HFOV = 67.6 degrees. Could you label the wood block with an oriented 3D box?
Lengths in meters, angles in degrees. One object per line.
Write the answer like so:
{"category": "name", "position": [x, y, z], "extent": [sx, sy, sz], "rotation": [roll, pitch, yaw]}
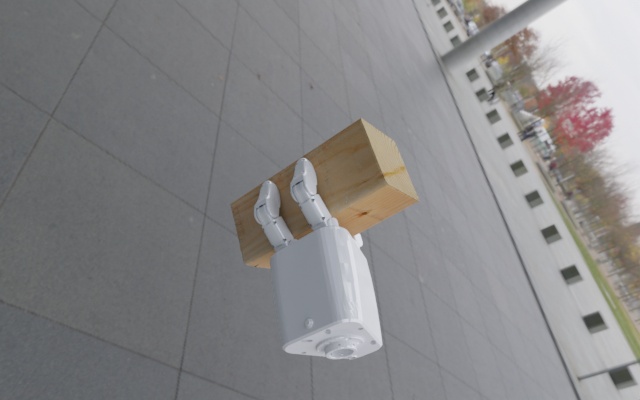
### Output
{"category": "wood block", "position": [0.000, 0.002, 0.586], "extent": [0.206, 0.090, 0.091], "rotation": [-30, -27, 25]}
